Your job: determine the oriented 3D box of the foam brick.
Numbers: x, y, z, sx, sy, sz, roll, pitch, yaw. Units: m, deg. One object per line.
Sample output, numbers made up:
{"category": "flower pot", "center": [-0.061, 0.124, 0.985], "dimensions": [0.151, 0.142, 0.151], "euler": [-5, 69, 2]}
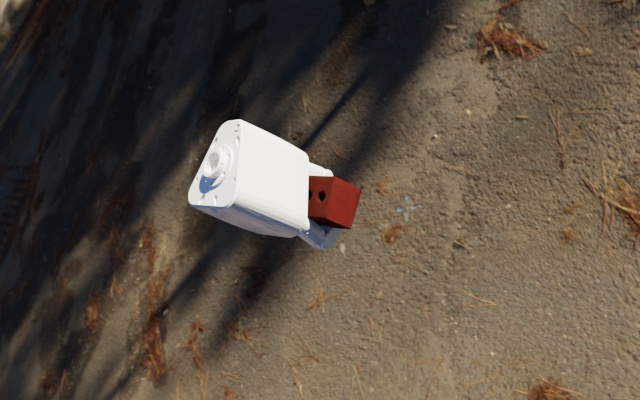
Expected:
{"category": "foam brick", "center": [0.000, 0.002, 0.592], "dimensions": [0.078, 0.053, 0.051], "euler": [3, -16, 43]}
